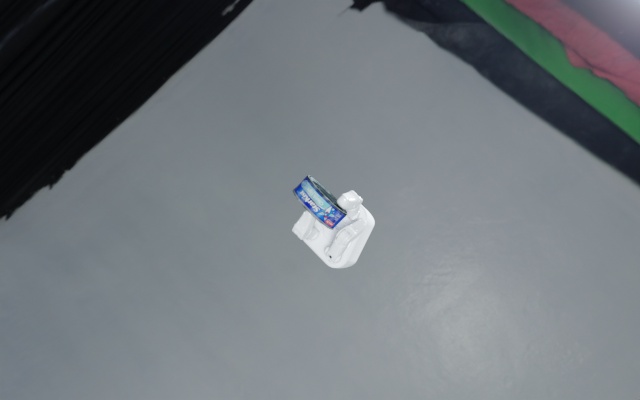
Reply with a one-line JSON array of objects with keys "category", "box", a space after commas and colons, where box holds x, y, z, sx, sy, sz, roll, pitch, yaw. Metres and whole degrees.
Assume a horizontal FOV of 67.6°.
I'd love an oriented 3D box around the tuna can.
[{"category": "tuna can", "box": [0.000, 0.002, 0.718, 0.086, 0.034, 0.086, 44, 8, -8]}]
